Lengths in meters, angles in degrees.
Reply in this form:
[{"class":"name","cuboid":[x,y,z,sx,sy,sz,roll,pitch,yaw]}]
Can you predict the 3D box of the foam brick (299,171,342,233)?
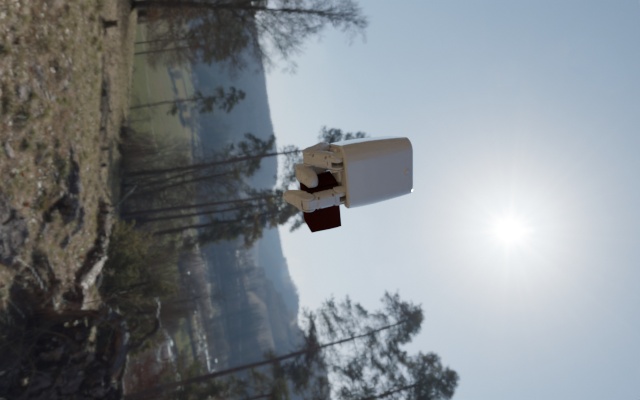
[{"class":"foam brick","cuboid":[0.000,0.003,0.750,0.051,0.078,0.053,-12,28,-11]}]
